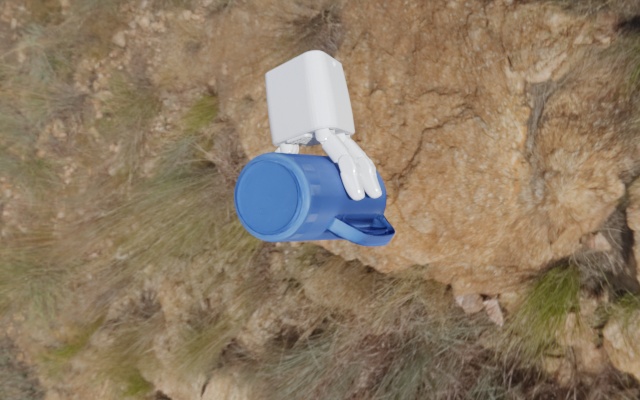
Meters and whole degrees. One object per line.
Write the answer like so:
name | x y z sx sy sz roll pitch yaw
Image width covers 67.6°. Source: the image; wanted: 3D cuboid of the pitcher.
pitcher | 0.000 0.002 0.664 0.149 0.145 0.243 -9 -4 27
